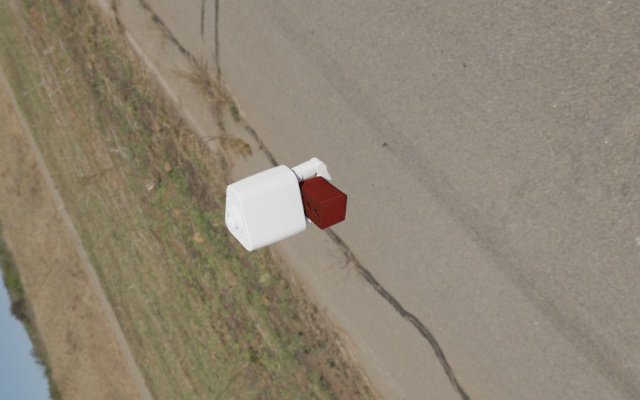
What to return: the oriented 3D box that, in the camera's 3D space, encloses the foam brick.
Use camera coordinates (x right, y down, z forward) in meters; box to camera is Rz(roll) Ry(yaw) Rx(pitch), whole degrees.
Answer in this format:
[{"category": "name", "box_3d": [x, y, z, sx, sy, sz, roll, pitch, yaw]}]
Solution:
[{"category": "foam brick", "box_3d": [0.000, 0.003, 0.798, 0.051, 0.053, 0.078, -21, 40, -30]}]
